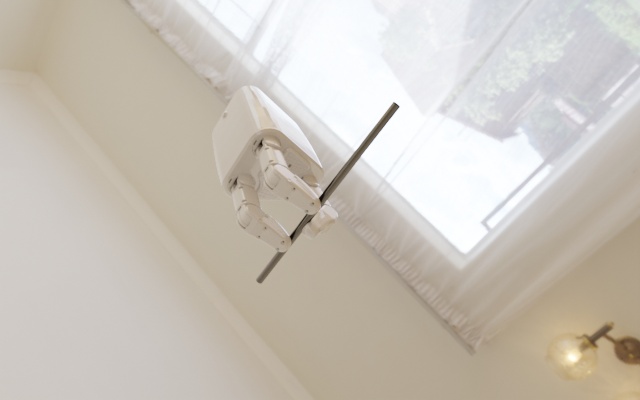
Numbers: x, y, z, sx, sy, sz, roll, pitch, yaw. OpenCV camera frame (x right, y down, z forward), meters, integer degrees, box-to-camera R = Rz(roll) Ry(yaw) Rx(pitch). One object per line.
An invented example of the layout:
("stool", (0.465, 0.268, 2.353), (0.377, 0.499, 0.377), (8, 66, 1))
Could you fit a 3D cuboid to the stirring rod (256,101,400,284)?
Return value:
("stirring rod", (0.000, 0.001, 0.470), (0.011, 0.240, 0.011), (30, 26, -16))
